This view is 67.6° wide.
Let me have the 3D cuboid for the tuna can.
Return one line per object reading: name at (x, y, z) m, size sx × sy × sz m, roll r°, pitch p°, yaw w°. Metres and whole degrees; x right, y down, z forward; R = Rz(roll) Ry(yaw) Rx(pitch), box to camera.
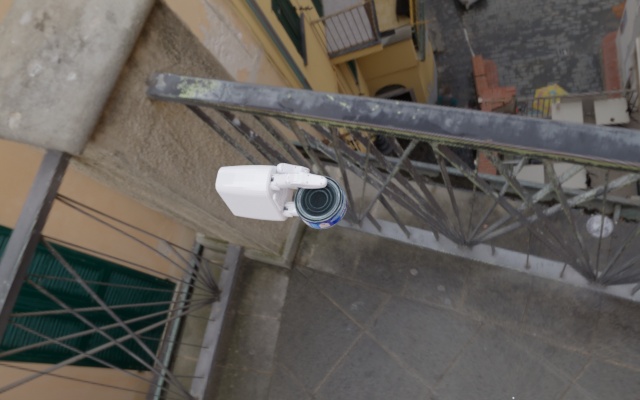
tuna can at (0.000, 0.002, 0.798) m, size 0.086 × 0.086 × 0.034 m, roll 0°, pitch -21°, yaw 16°
